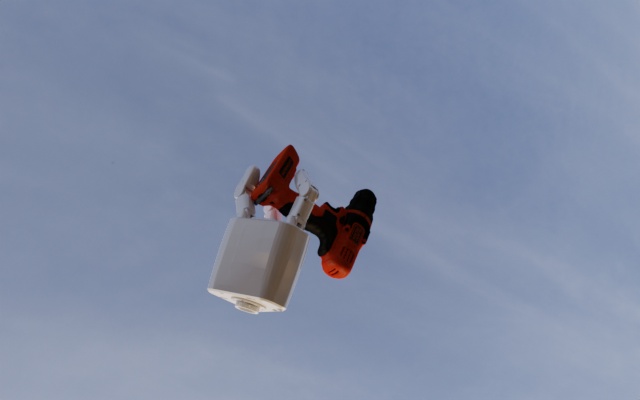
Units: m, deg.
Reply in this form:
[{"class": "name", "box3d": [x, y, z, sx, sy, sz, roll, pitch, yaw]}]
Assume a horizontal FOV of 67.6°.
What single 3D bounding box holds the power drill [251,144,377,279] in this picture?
[{"class": "power drill", "box3d": [0.000, 0.002, 0.731, 0.188, 0.184, 0.057, 39, -47, -11]}]
